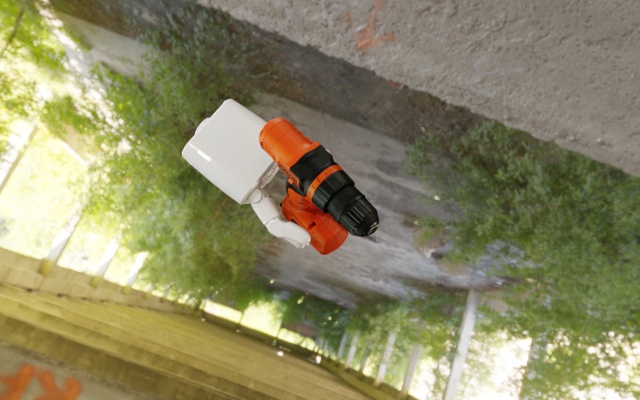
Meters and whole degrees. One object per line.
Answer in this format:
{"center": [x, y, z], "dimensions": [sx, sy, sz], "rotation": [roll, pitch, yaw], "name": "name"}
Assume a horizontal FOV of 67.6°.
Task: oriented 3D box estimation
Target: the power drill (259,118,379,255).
{"center": [0.000, 0.002, 0.611], "dimensions": [0.057, 0.184, 0.188], "rotation": [-36, -22, -17], "name": "power drill"}
